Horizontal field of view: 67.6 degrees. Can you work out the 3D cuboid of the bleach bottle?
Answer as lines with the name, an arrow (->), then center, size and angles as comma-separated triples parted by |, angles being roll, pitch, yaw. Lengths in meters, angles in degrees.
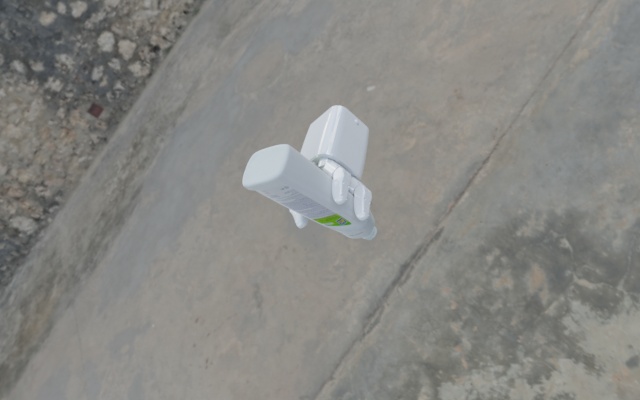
bleach bottle -> 0.000, 0.003, 0.781 | 0.102, 0.068, 0.251 | -9, -33, 44
